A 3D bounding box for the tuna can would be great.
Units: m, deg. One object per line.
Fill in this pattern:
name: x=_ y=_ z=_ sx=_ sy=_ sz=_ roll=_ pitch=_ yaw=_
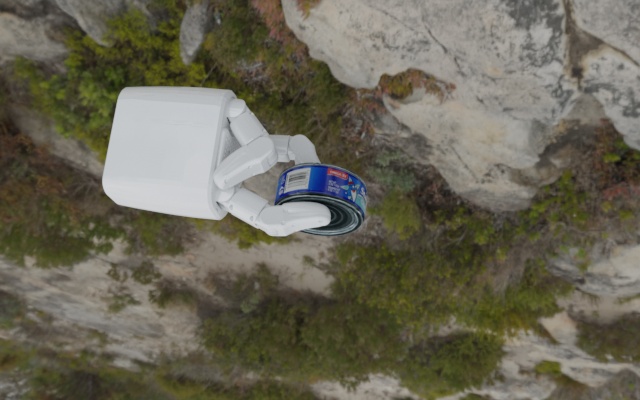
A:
tuna can: x=0.000 y=0.002 z=0.446 sx=0.086 sy=0.033 sz=0.086 roll=6 pitch=-28 yaw=3
